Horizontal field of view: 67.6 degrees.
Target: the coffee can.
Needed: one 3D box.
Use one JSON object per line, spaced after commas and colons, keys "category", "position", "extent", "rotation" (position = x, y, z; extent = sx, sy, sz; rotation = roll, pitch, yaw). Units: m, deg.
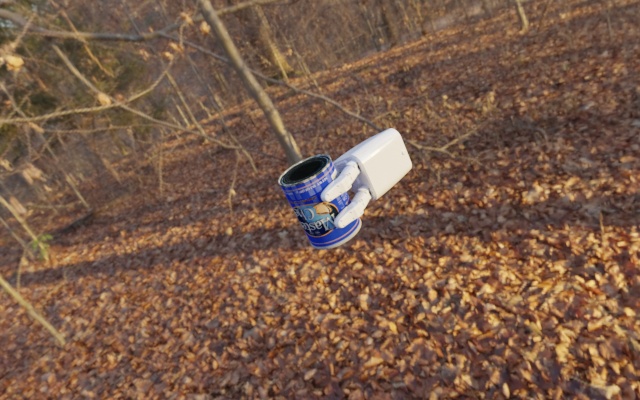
{"category": "coffee can", "position": [0.000, 0.003, 0.861], "extent": [0.103, 0.140, 0.102], "rotation": [-22, 24, 11]}
